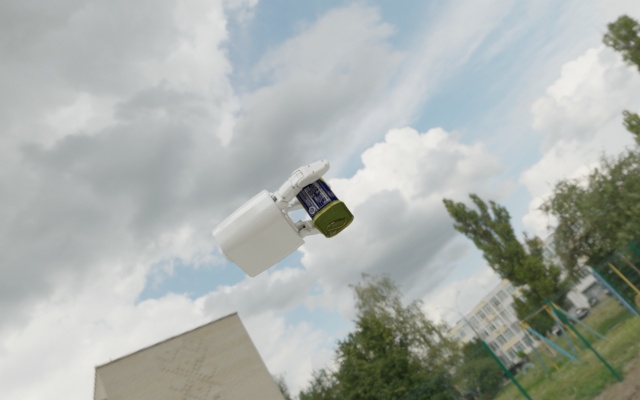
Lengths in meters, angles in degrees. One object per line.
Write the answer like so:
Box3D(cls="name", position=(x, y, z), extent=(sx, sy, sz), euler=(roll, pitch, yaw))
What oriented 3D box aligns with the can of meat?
Box3D(cls="can of meat", position=(0.000, 0.002, 0.759), extent=(0.057, 0.084, 0.102), euler=(-38, -26, 1))
